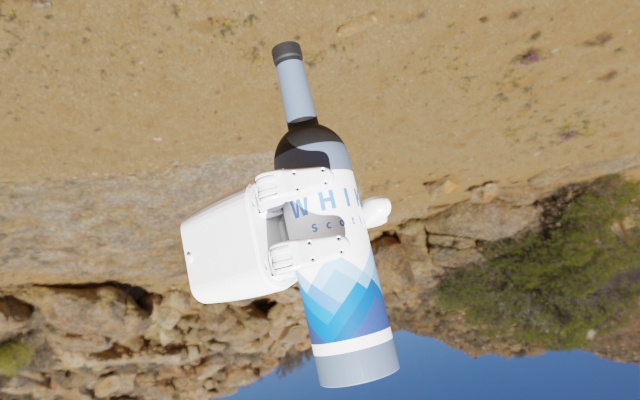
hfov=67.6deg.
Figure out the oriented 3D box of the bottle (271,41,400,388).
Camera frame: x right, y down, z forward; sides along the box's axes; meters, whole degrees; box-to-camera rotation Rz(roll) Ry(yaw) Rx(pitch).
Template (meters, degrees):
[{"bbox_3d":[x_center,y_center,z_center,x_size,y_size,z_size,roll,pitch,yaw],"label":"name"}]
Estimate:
[{"bbox_3d":[0.000,0.002,0.414,0.069,0.295,0.069,-12,-10,-2],"label":"bottle"}]
